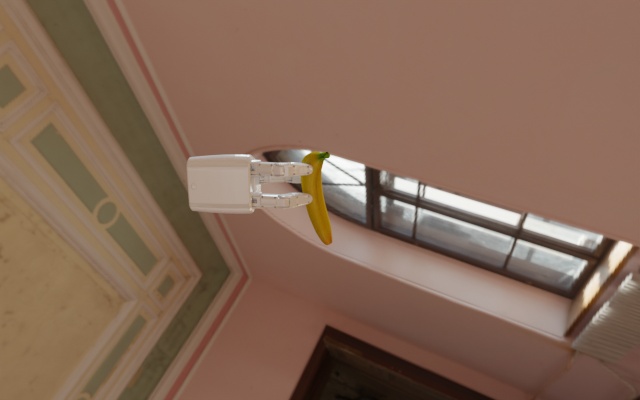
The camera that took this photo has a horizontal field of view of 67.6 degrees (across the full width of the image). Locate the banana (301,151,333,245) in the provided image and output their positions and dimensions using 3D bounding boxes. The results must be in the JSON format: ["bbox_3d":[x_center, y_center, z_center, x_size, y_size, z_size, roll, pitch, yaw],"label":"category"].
[{"bbox_3d":[-0.007,-0.010,0.829,0.037,0.198,0.069,-18,40,-16],"label":"banana"}]
